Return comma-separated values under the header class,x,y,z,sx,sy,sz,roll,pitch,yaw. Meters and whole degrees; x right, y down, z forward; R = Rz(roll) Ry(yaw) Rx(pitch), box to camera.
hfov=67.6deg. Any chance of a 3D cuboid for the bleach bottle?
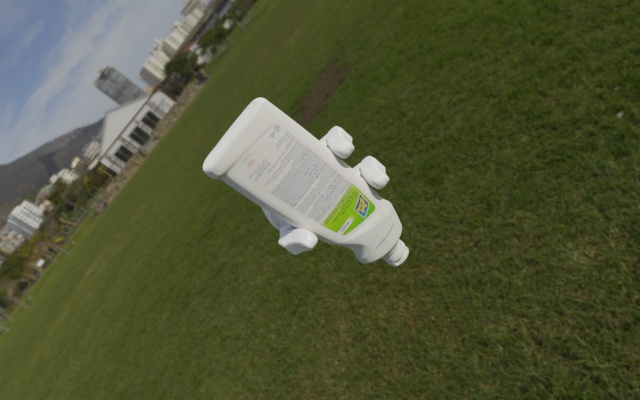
class,x,y,z,sx,sy,sz,roll,pitch,yaw
bleach bottle,0.000,0.002,0.536,0.251,0.102,0.068,39,0,-21
